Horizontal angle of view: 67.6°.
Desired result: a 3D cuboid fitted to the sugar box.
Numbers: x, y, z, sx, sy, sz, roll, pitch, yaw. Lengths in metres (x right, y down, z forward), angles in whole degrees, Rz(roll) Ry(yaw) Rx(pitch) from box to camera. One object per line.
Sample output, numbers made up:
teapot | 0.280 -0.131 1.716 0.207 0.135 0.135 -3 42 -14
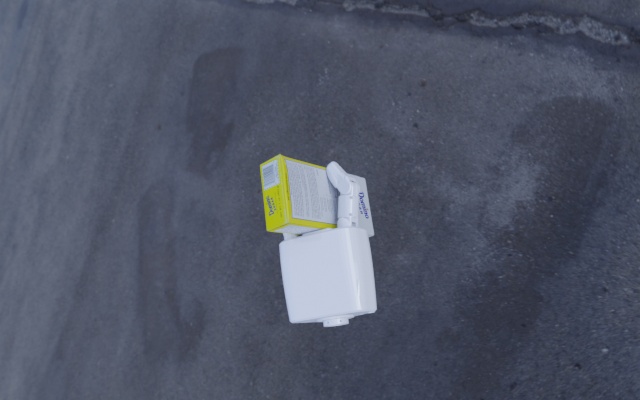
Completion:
sugar box | 0.000 0.002 0.653 0.048 0.093 0.176 -21 -22 36
